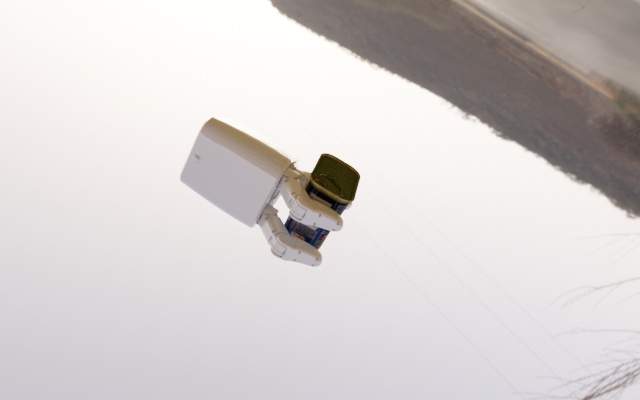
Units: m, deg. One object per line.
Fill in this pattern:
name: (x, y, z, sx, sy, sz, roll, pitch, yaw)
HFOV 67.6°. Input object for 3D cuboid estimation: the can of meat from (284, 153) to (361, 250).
can of meat: (0.000, 0.002, 0.579, 0.057, 0.084, 0.102, 30, 26, -4)
